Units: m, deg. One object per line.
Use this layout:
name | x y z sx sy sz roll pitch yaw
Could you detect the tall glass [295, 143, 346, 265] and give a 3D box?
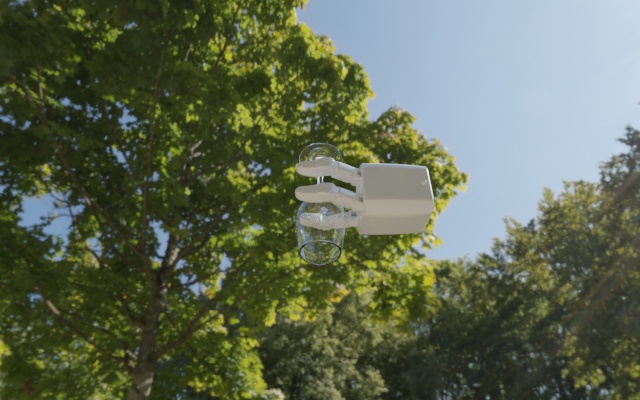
tall glass | 0.000 0.002 0.758 0.079 0.200 0.079 0 -41 0
